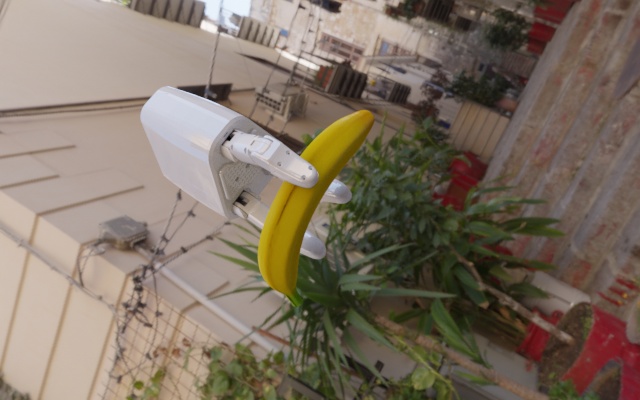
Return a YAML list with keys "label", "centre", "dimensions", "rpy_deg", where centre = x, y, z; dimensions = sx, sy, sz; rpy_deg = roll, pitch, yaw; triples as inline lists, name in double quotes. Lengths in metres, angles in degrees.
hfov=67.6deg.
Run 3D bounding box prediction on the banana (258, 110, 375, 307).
- label: "banana"
  centre: [-0.011, 0.002, 0.433]
  dimensions: [0.037, 0.198, 0.069]
  rpy_deg: [27, 6, 34]
